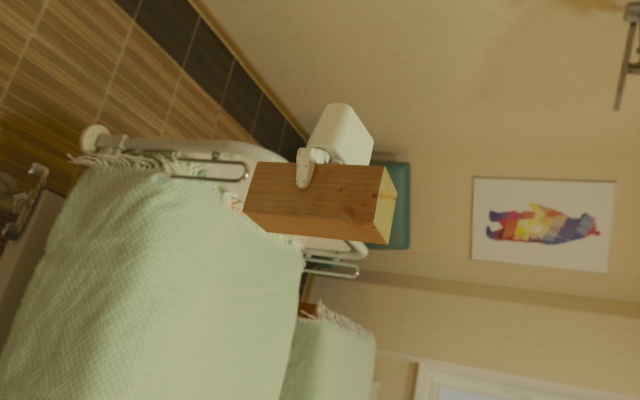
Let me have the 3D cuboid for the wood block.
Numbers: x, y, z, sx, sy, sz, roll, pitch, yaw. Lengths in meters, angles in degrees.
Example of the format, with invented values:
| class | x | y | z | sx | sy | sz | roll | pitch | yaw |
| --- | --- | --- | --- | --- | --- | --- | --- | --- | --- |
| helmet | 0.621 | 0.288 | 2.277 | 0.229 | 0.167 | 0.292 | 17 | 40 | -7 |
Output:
| class | x | y | z | sx | sy | sz | roll | pitch | yaw |
| --- | --- | --- | --- | --- | --- | --- | --- | --- | --- |
| wood block | 0.000 | 0.002 | 0.726 | 0.206 | 0.090 | 0.091 | 4 | -24 | 24 |
